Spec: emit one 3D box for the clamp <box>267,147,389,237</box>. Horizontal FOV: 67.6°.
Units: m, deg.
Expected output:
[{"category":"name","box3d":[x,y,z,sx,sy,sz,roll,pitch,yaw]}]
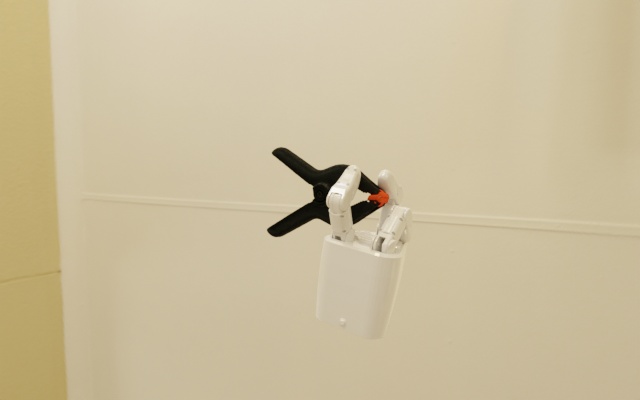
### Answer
[{"category":"clamp","box3d":[0.001,0.002,0.614,0.171,0.120,0.039,14,11,30]}]
